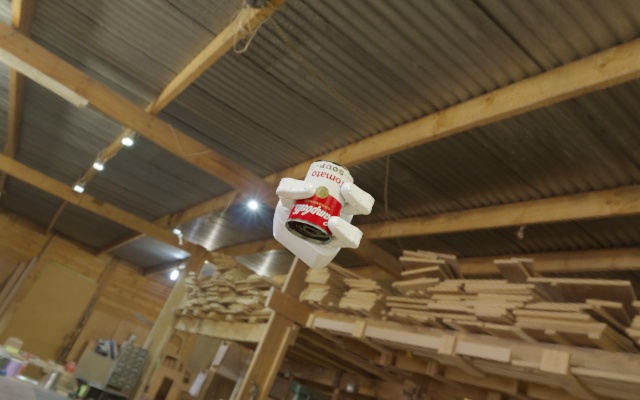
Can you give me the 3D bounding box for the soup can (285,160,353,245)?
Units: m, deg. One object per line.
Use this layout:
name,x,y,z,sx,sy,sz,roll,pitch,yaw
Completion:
soup can,0.000,0.002,0.676,0.068,0.102,0.068,19,-24,9
